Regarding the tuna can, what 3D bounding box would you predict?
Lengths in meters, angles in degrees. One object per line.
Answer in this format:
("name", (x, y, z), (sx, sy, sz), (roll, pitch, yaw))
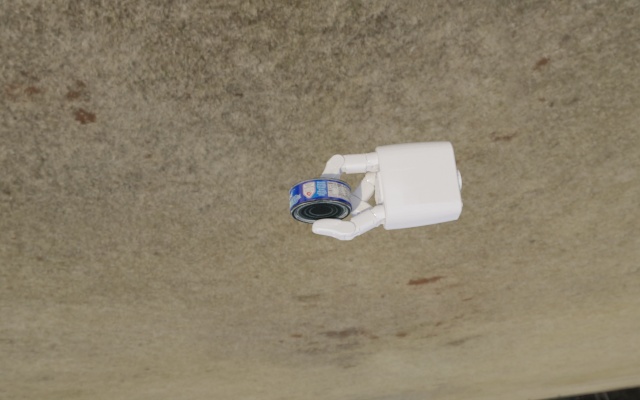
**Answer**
("tuna can", (0.000, 0.003, 0.652), (0.086, 0.033, 0.086), (-3, -24, -1))
